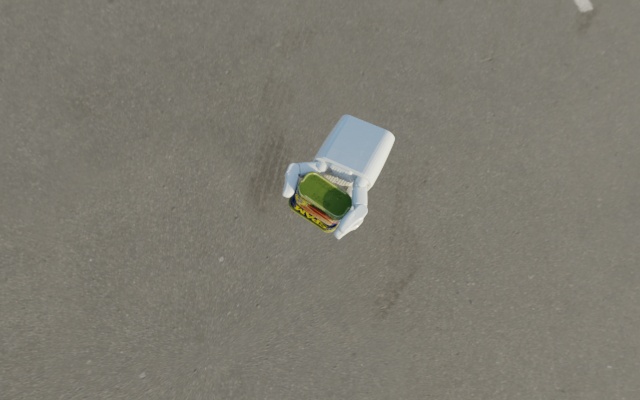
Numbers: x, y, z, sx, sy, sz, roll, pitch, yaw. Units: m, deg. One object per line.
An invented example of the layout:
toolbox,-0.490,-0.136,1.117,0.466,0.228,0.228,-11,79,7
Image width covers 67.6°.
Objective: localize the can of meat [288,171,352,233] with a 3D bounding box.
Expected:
can of meat,0.000,0.003,0.839,0.102,0.057,0.084,34,-22,-1
